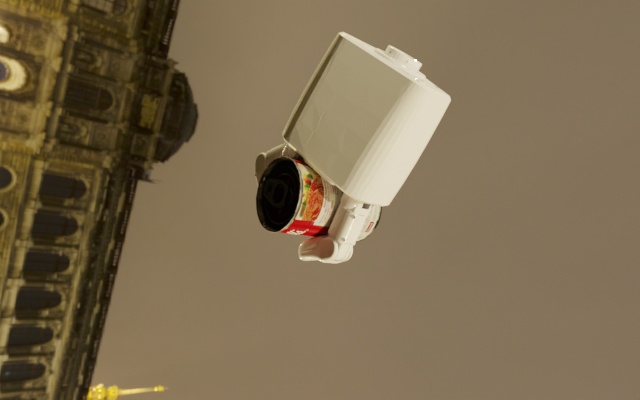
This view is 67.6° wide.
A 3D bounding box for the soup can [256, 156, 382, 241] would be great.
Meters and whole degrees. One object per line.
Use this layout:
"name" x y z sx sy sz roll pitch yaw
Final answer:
"soup can" 0.000 0.002 0.452 0.102 0.068 0.068 11 -7 -39
